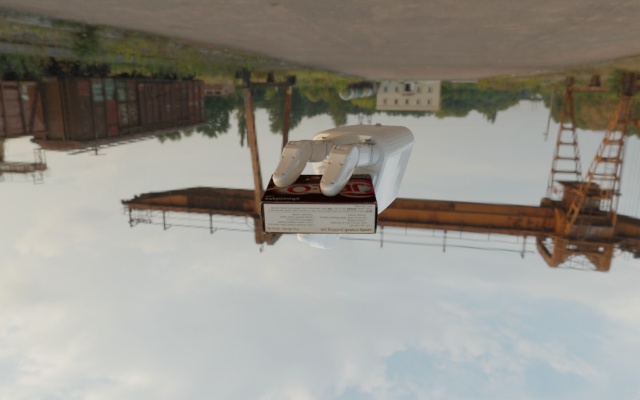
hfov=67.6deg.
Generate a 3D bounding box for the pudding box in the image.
[{"bbox_3d":[0.000,0.002,0.489,0.113,0.039,0.090,-2,19,2],"label":"pudding box"}]
